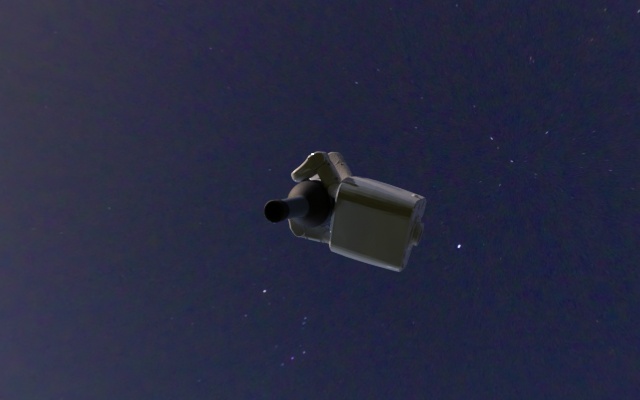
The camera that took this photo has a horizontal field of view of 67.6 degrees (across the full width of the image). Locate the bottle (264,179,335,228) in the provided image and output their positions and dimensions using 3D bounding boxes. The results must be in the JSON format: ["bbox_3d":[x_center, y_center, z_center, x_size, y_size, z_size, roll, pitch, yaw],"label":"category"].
[{"bbox_3d":[0.000,0.002,0.698,0.069,0.069,0.295,0,4,22],"label":"bottle"}]
